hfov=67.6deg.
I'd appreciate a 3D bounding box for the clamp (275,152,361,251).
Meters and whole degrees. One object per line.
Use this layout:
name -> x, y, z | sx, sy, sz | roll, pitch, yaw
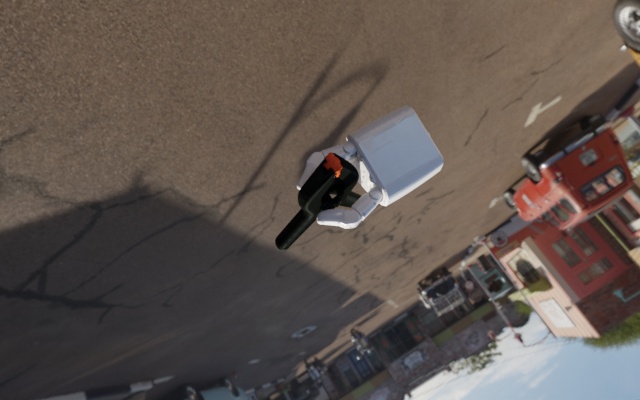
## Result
clamp -> 0.001, 0.003, 0.691 | 0.164, 0.036, 0.210 | -31, -20, -11
